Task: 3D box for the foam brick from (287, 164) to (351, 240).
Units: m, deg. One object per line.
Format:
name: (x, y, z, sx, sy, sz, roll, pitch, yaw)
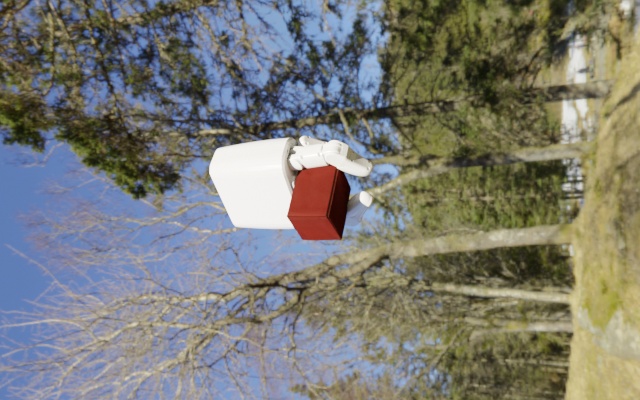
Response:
foam brick: (0.000, 0.002, 0.560, 0.051, 0.078, 0.053, -3, -37, 21)
